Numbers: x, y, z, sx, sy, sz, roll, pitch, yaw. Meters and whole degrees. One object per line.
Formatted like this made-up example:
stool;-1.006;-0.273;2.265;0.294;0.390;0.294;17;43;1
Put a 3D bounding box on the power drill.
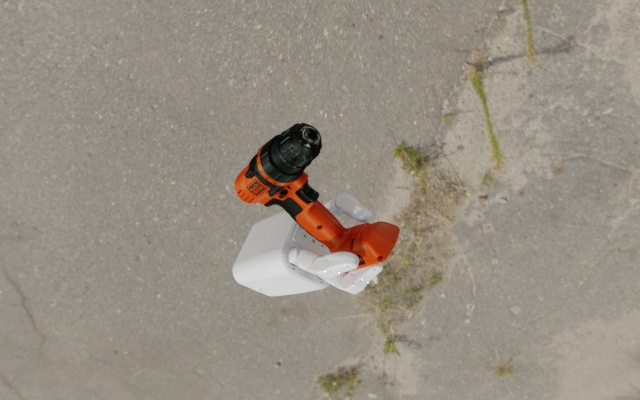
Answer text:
power drill;0.000;0.002;0.556;0.188;0.057;0.184;41;-29;-12
